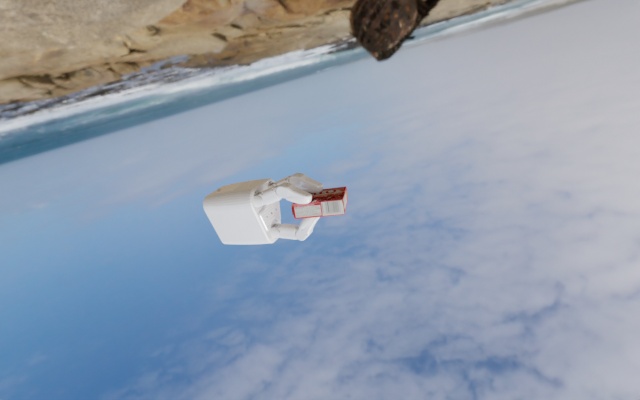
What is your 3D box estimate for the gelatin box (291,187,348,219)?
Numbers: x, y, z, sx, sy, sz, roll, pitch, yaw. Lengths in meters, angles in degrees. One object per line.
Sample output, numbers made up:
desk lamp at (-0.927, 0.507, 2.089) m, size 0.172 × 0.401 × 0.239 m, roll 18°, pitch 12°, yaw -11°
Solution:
gelatin box at (0.001, 0.003, 0.824) m, size 0.089 × 0.030 × 0.073 m, roll -6°, pitch 18°, yaw 10°
